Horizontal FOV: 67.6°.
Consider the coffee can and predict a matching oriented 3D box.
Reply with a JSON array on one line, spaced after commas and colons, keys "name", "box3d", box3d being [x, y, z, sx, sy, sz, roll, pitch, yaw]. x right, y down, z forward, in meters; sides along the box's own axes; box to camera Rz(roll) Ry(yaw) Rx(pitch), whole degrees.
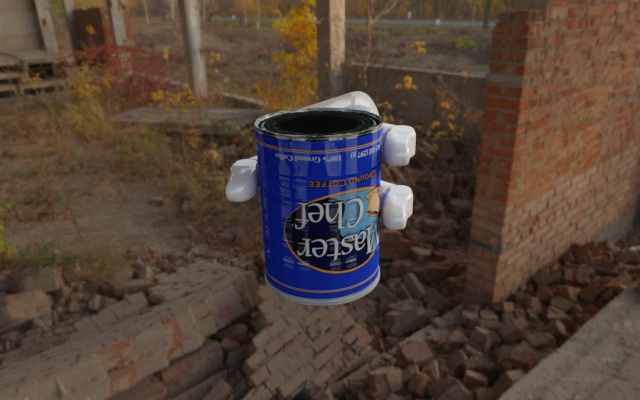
[{"name": "coffee can", "box3d": [0.000, 0.002, 0.402, 0.103, 0.140, 0.102, -1, 22, 0]}]
